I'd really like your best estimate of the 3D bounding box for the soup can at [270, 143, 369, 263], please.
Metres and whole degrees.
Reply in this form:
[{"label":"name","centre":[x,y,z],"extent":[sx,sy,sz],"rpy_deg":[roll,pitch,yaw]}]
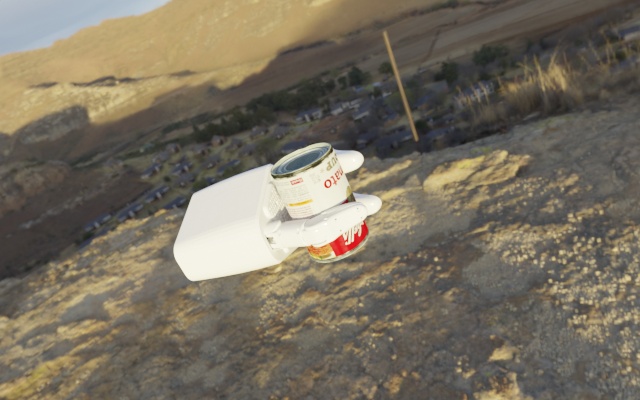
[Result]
[{"label":"soup can","centre":[0.000,0.001,0.481],"extent":[0.068,0.102,0.068],"rpy_deg":[-21,22,9]}]
